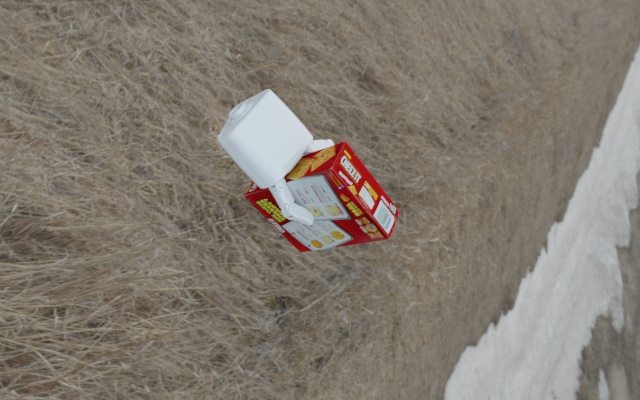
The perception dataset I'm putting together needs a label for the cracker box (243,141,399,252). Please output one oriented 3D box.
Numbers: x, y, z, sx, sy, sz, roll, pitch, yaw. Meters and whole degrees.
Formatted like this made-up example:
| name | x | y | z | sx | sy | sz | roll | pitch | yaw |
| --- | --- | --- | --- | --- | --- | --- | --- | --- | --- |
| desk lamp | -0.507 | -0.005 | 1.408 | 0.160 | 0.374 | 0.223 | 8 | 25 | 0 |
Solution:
| name | x | y | z | sx | sy | sz | roll | pitch | yaw |
| --- | --- | --- | --- | --- | --- | --- | --- | --- | --- |
| cracker box | 0.000 | 0.003 | 0.809 | 0.214 | 0.072 | 0.164 | -14 | -52 | 44 |
